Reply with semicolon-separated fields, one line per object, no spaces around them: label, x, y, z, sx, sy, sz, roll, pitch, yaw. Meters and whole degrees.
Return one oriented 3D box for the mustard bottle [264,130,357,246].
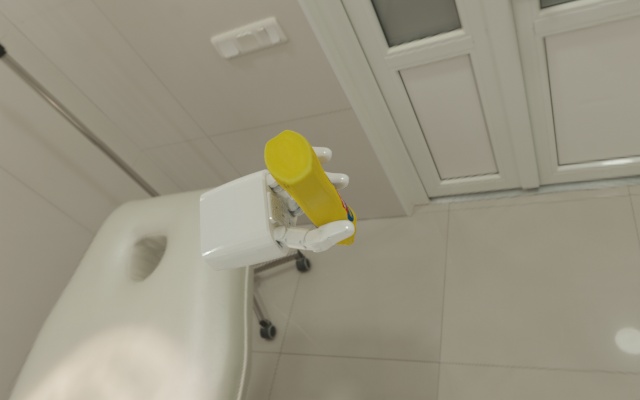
mustard bottle;0.000;0.002;0.617;0.058;0.192;0.096;-35;44;1
